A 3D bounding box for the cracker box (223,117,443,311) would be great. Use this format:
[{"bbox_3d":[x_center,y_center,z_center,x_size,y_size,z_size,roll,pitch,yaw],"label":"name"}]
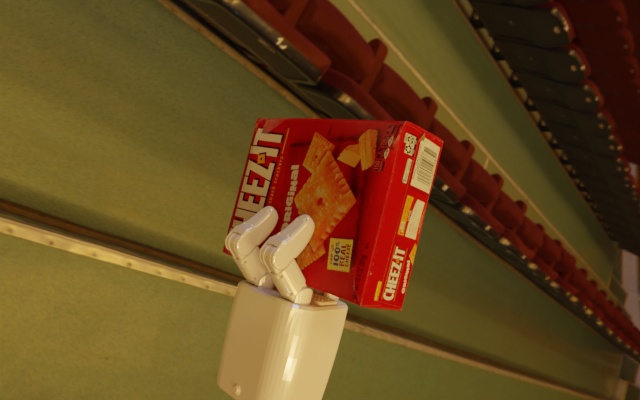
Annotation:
[{"bbox_3d":[0.000,0.002,0.489,0.213,0.164,0.072,11,-5,45],"label":"cracker box"}]
